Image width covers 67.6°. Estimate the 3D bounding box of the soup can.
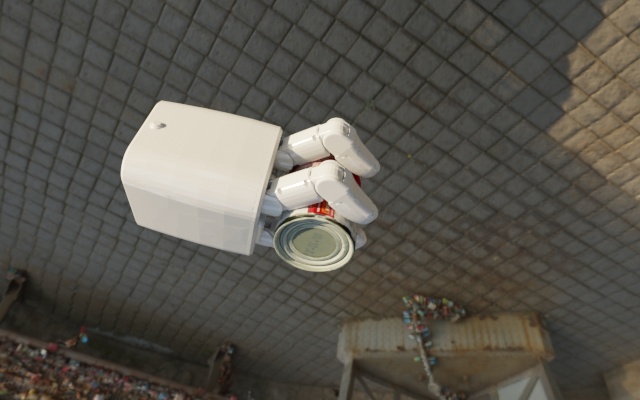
[{"bbox_3d":[0.000,0.002,0.412,0.068,0.069,0.102,0,43,9],"label":"soup can"}]
